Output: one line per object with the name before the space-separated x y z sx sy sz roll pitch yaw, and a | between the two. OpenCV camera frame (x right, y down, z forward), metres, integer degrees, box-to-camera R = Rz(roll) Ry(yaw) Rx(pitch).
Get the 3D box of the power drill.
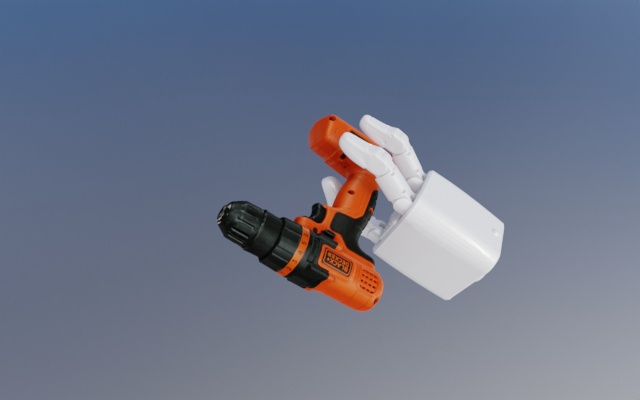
power drill | 0.000 0.001 0.506 0.184 0.187 0.057 33 -34 -21
